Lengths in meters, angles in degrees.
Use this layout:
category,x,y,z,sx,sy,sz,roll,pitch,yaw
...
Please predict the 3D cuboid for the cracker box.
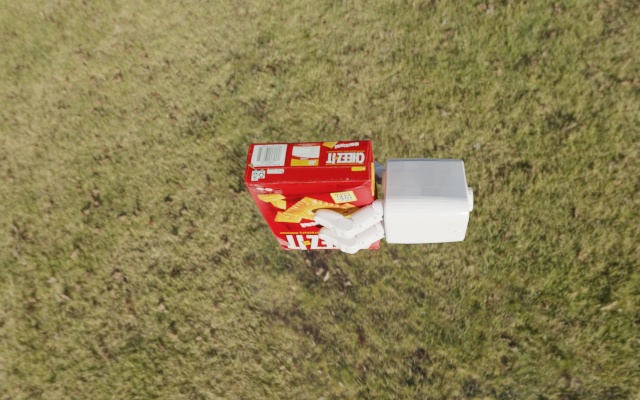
category,x,y,z,sx,sy,sz,roll,pitch,yaw
cracker box,0.000,0.002,0.690,0.164,0.072,0.214,-1,-29,10
